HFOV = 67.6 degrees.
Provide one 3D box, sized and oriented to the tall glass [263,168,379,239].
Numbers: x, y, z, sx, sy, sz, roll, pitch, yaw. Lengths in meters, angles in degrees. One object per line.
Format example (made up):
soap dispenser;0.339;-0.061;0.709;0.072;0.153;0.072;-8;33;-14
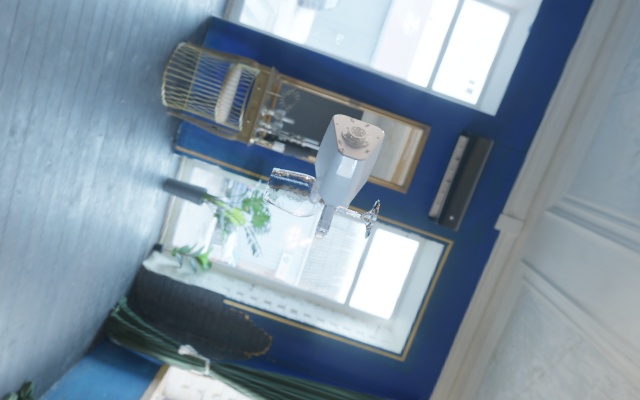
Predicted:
tall glass;0.001;0.003;0.864;0.201;0.079;0.079;19;-1;-2
